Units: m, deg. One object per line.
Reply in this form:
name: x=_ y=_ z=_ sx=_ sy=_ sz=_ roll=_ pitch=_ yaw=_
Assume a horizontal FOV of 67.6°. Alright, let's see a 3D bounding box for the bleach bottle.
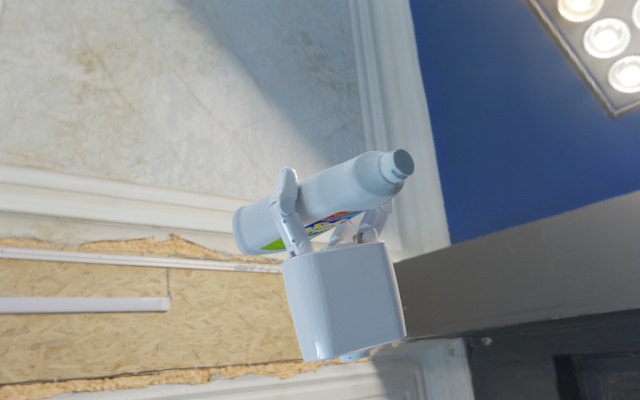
bleach bottle: x=0.000 y=0.002 z=0.547 sx=0.102 sy=0.068 sz=0.251 roll=-2 pitch=-17 yaw=-39
